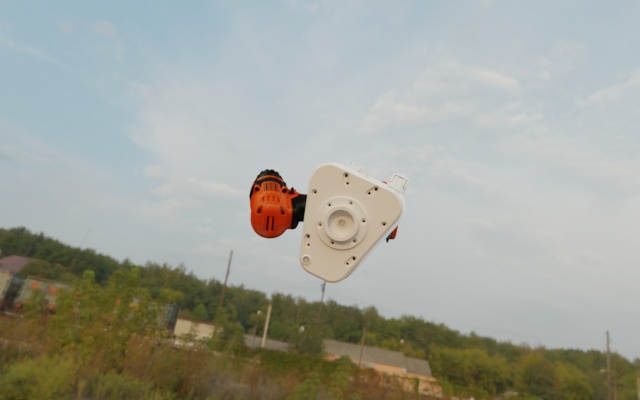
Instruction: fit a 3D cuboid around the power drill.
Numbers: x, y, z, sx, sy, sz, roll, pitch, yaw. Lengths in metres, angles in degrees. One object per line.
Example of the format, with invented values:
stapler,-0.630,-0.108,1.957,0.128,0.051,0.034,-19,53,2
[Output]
power drill,0.001,0.002,0.629,0.187,0.057,0.184,2,20,-7
